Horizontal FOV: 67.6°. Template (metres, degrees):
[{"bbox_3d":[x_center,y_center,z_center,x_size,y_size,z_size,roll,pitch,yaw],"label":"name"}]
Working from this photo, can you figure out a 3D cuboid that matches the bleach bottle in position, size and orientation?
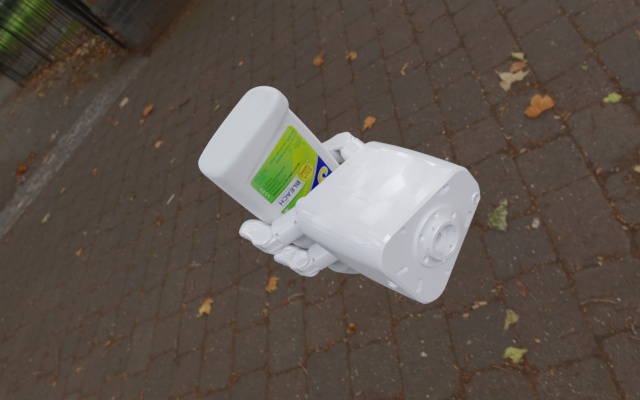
[{"bbox_3d":[0.000,0.002,0.497,0.251,0.102,0.068,40,-8,-38],"label":"bleach bottle"}]
